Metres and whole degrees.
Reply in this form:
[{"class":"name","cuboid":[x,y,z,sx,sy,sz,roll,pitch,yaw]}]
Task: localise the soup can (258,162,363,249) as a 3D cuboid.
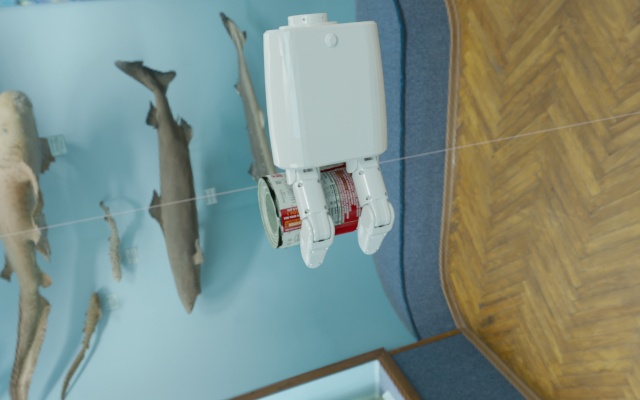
[{"class":"soup can","cuboid":[0.000,0.002,0.440,0.102,0.068,0.068,-12,4,-18]}]
